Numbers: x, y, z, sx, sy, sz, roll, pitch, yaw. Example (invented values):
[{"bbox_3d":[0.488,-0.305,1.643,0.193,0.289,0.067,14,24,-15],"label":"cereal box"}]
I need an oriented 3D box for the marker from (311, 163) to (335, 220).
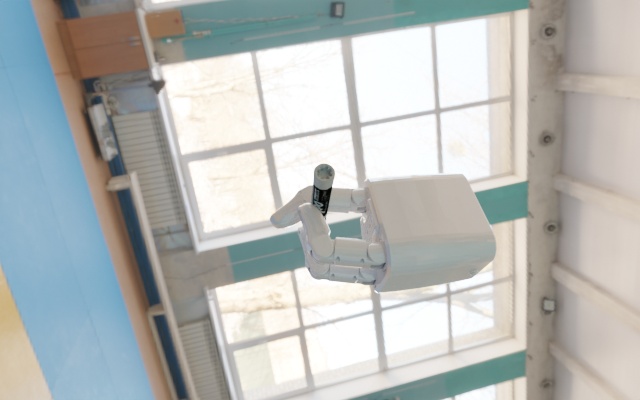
[{"bbox_3d":[0.000,0.001,0.460,0.020,0.020,0.121,0,-25,-4],"label":"marker"}]
